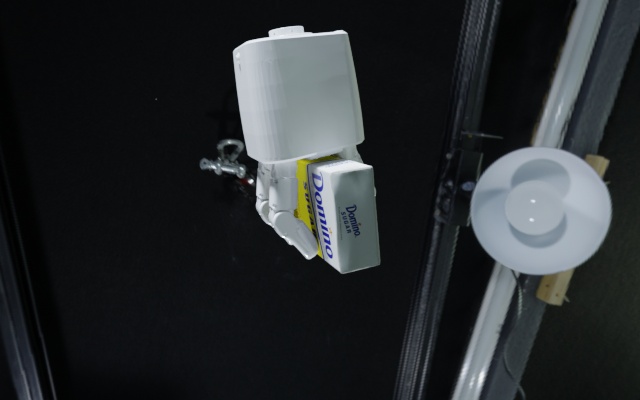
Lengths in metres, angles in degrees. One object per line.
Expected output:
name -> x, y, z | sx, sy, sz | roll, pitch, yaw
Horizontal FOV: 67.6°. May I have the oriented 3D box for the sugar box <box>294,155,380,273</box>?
sugar box -> 0.000, 0.002, 0.488 | 0.048, 0.093, 0.176 | -10, 14, -17
